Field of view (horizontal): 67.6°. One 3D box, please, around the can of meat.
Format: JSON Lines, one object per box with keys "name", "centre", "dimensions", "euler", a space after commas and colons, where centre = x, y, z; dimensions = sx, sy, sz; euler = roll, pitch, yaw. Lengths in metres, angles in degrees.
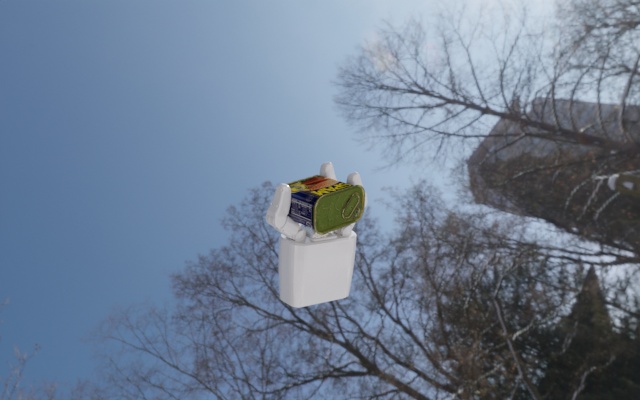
{"name": "can of meat", "centre": [0.000, 0.002, 0.691], "dimensions": [0.102, 0.057, 0.084], "euler": [-18, 27, -42]}
